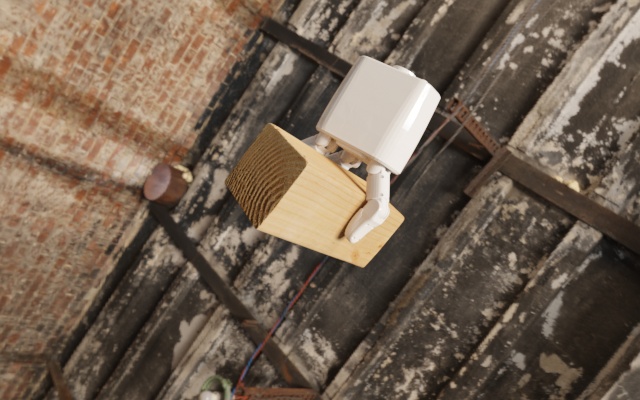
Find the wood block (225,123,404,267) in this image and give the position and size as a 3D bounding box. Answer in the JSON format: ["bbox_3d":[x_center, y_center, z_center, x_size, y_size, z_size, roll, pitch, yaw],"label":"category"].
[{"bbox_3d":[0.001,0.002,0.580,0.206,0.090,0.090,26,17,-48],"label":"wood block"}]
